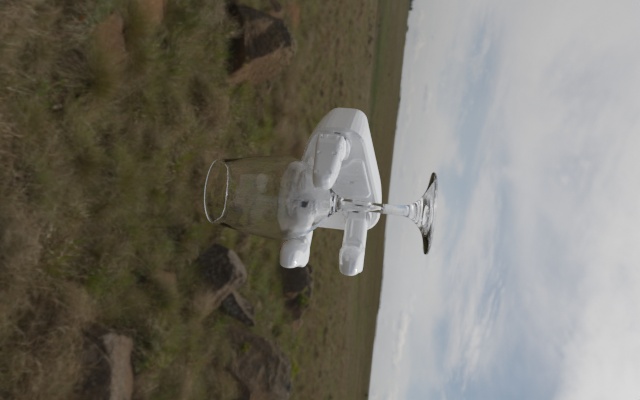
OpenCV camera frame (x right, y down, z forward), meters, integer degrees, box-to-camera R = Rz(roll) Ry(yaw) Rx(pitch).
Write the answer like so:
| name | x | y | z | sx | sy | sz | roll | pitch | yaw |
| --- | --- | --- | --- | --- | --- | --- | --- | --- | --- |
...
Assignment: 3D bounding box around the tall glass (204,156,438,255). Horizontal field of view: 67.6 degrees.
| name | x | y | z | sx | sy | sz | roll | pitch | yaw |
| --- | --- | --- | --- | --- | --- | --- | --- | --- | --- |
| tall glass | 0.001 | 0.002 | 0.438 | 0.201 | 0.079 | 0.079 | 6 | 1 | 7 |
